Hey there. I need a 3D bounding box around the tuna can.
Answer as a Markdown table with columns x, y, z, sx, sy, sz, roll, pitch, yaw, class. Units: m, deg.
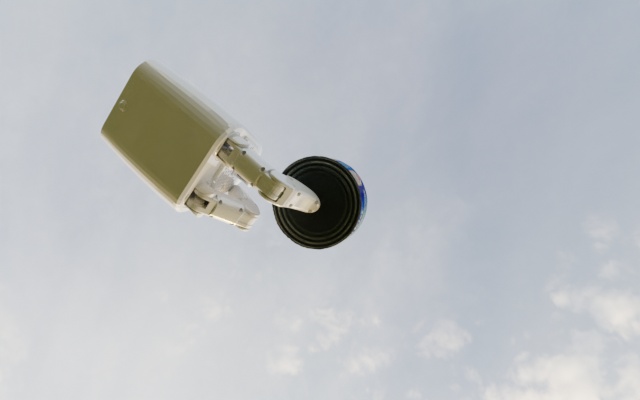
| x | y | z | sx | sy | sz | roll | pitch | yaw | class |
| --- | --- | --- | --- | --- | --- | --- | --- | --- | --- |
| 0.000 | 0.001 | 0.450 | 0.086 | 0.086 | 0.034 | 0 | 3 | 17 | tuna can |
